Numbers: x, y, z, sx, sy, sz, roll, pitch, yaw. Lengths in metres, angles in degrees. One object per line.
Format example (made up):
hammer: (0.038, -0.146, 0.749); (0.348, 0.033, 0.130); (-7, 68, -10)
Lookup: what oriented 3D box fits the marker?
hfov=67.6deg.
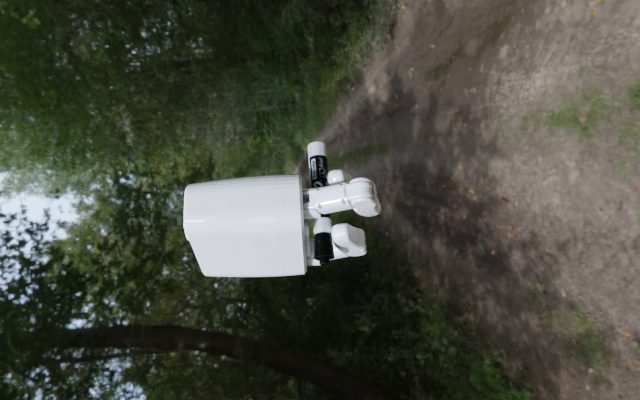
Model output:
marker: (0.000, 0.001, 0.450); (0.020, 0.121, 0.020); (-3, -22, -1)
